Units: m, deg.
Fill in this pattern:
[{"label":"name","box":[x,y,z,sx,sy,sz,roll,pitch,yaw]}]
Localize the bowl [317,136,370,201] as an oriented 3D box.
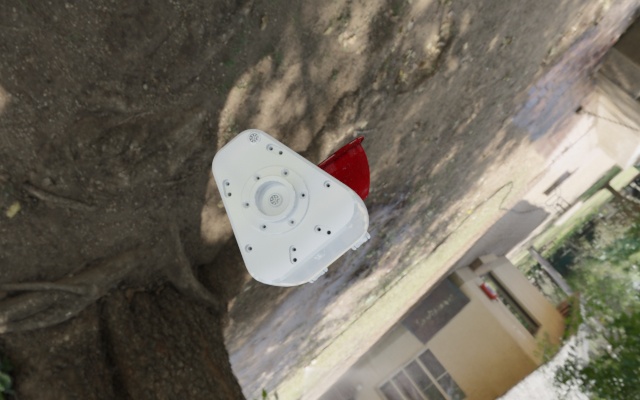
[{"label":"bowl","box":[0.001,0.002,0.524,0.162,0.055,0.162,-39,-1,-1]}]
